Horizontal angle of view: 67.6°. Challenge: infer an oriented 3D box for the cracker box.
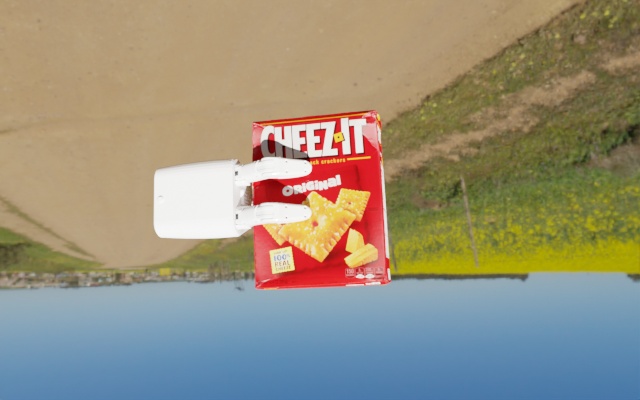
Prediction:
[{"bbox_3d":[0.000,0.002,0.607,0.164,0.213,0.072,-4,-9,9],"label":"cracker box"}]
